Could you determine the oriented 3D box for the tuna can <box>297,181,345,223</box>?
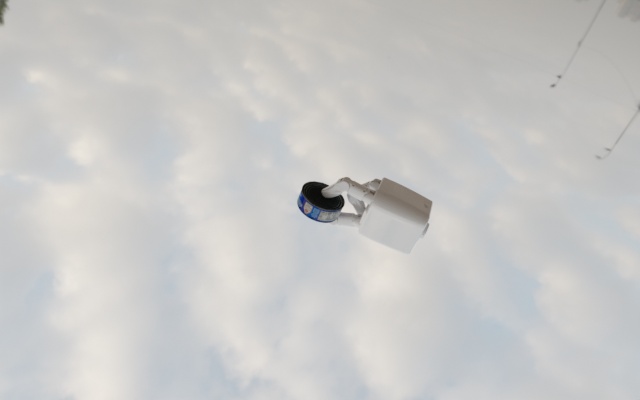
[{"bbox_3d":[0.000,0.003,0.893,0.086,0.034,0.086,17,33,-12],"label":"tuna can"}]
